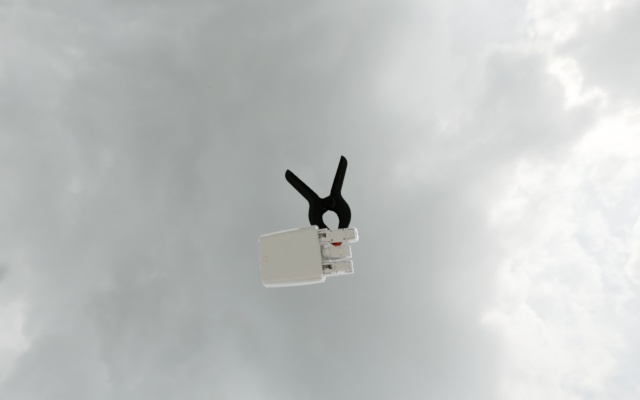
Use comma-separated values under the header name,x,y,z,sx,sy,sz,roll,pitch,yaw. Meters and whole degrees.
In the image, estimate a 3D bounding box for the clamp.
name,x,y,z,sx,sy,sz,roll,pitch,yaw
clamp,0.000,0.003,0.885,0.120,0.171,0.039,-8,-17,3
